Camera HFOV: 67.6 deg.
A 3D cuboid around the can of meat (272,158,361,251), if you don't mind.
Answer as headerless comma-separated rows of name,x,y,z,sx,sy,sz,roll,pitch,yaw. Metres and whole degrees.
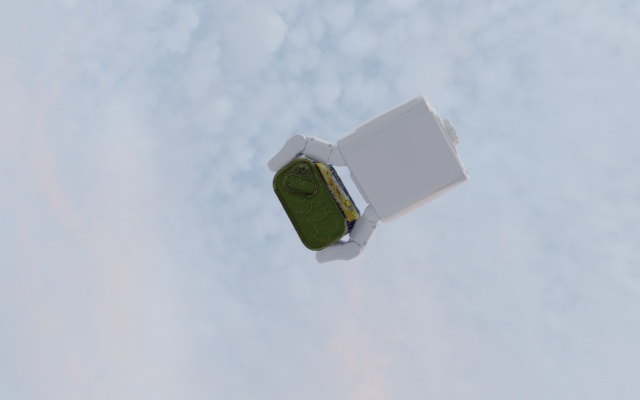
can of meat,0.000,0.002,0.564,0.057,0.102,0.084,-31,-6,18
